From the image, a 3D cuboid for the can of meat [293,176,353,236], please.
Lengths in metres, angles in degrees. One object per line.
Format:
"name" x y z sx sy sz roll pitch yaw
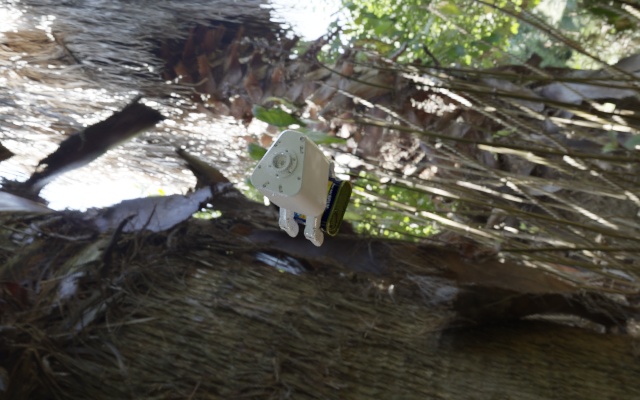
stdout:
"can of meat" 0.000 0.003 0.865 0.084 0.102 0.057 17 -6 22
